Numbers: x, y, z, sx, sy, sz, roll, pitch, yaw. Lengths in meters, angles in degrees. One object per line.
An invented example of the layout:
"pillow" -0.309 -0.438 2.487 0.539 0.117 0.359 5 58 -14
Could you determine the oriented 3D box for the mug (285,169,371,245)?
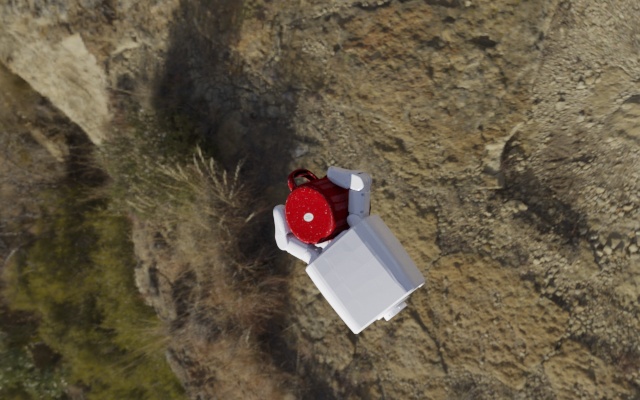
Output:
"mug" -0.001 0.001 0.644 0.081 0.117 0.093 -18 -26 -52
